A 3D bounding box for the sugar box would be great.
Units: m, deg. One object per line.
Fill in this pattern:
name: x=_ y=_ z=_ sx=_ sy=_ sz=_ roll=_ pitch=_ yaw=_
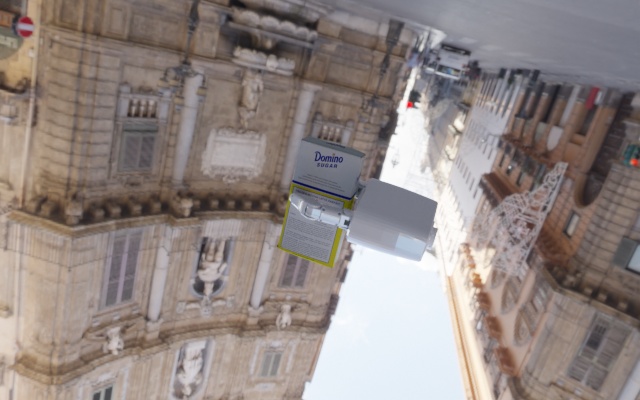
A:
sugar box: x=0.000 y=0.002 z=0.706 sx=0.093 sy=0.176 sz=0.048 roll=18 pitch=17 yaw=11
